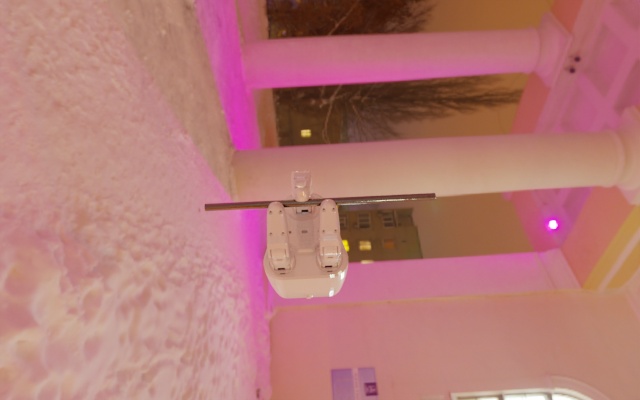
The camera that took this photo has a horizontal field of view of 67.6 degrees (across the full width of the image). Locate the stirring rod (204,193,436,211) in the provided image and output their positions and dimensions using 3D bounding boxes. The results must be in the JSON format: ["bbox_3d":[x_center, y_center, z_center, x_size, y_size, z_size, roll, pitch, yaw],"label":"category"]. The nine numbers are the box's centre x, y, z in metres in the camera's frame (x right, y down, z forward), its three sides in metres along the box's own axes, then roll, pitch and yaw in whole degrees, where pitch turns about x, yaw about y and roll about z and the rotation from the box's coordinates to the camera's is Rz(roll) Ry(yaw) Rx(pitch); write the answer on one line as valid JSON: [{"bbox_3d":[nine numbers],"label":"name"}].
[{"bbox_3d":[0.000,0.002,0.500,0.239,0.011,0.011,-3,0,-1],"label":"stirring rod"}]
